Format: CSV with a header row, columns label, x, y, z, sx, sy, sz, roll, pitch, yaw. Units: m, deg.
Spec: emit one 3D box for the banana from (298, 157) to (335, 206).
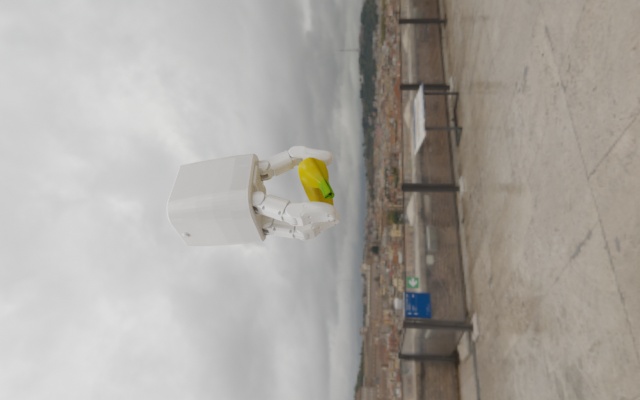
label,x,y,z,sx,sy,sz,roll,pitch,yaw
banana,-0.004,-0.016,0.634,0.037,0.069,0.198,-14,-10,1
